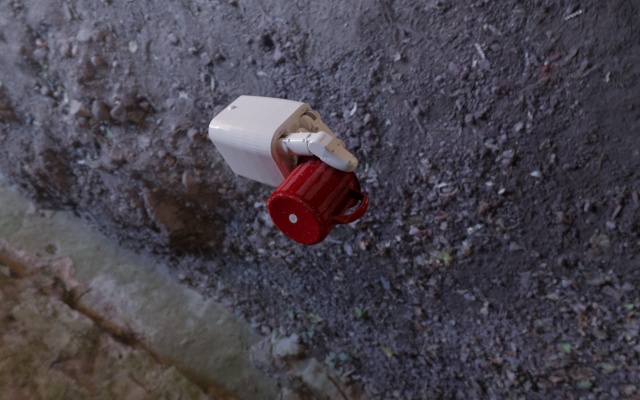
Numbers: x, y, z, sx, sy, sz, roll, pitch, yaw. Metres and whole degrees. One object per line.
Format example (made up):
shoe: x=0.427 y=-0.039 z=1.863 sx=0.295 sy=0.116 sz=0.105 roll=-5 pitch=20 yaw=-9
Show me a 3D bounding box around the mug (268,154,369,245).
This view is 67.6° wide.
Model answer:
mug: x=0.001 y=0.002 z=0.570 sx=0.117 sy=0.093 sz=0.081 roll=14 pitch=46 yaw=28
